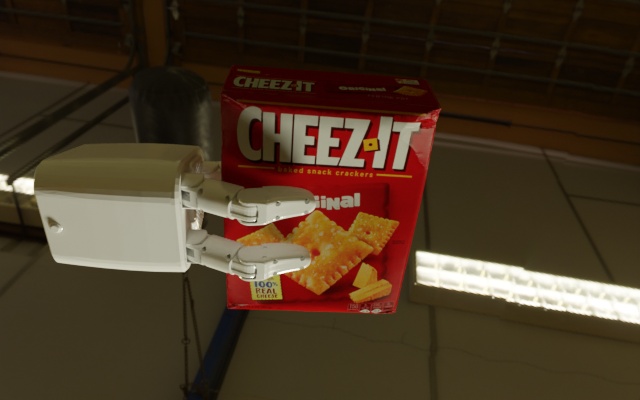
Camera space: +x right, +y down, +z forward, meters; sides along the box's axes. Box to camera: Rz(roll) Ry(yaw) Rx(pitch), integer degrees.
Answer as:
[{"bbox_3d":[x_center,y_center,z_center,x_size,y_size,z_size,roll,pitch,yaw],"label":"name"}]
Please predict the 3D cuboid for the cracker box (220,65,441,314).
[{"bbox_3d":[0.000,0.001,0.420,0.164,0.214,0.072,3,32,-3],"label":"cracker box"}]
